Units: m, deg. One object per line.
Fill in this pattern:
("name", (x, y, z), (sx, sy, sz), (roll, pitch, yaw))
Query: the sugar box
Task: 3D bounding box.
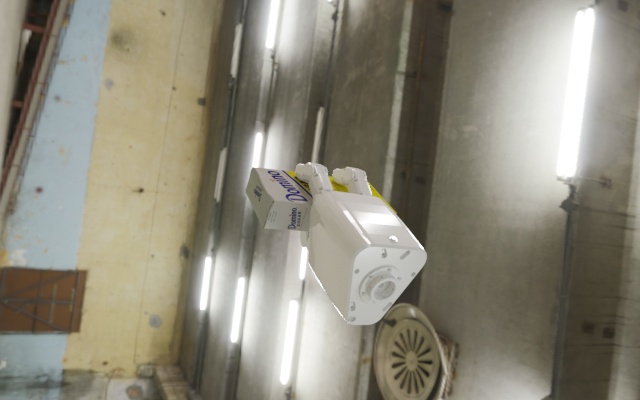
("sugar box", (0.000, 0.002, 0.621), (0.176, 0.048, 0.093), (8, 26, -29))
